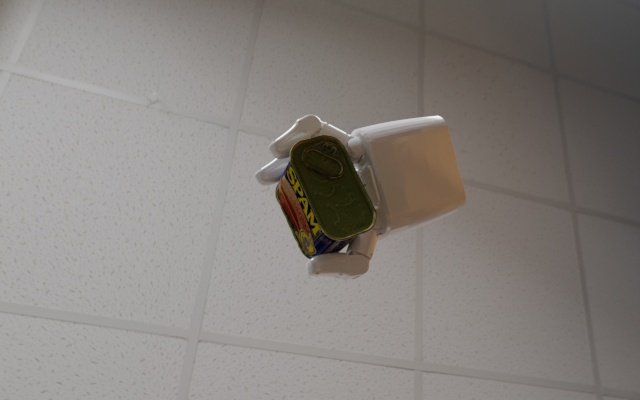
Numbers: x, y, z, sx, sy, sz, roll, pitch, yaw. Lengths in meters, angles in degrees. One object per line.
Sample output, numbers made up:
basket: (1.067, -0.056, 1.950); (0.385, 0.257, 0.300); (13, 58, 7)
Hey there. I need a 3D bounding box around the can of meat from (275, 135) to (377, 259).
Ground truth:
can of meat: (0.000, 0.002, 0.469); (0.057, 0.102, 0.084); (-19, -15, -24)
